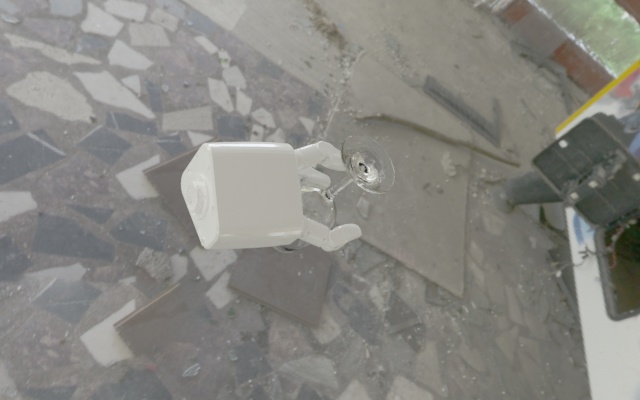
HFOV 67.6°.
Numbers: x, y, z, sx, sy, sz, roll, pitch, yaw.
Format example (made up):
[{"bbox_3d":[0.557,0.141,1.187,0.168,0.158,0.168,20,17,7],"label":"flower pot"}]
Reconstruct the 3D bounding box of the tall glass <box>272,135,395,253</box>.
[{"bbox_3d":[0.001,0.002,0.601,0.079,0.079,0.201,0,-26,-36],"label":"tall glass"}]
